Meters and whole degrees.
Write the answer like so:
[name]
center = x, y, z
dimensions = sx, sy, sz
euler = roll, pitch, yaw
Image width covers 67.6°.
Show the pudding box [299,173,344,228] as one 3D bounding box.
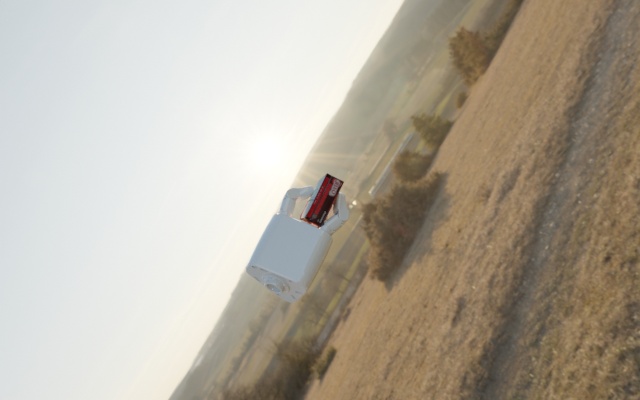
[pudding box]
center = 0.000, 0.003, 0.866
dimensions = 0.039, 0.090, 0.113
euler = 28, -7, -7
